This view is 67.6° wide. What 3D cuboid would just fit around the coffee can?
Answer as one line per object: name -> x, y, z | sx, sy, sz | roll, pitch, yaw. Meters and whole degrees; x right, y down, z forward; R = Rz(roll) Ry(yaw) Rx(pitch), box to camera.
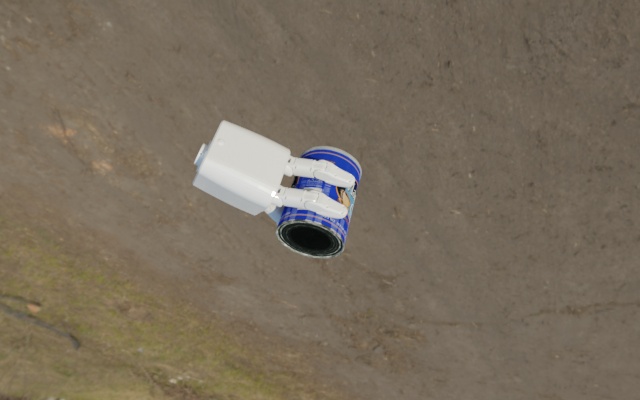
coffee can -> 0.000, 0.002, 0.728 | 0.103, 0.140, 0.103 | 11, -34, 7
